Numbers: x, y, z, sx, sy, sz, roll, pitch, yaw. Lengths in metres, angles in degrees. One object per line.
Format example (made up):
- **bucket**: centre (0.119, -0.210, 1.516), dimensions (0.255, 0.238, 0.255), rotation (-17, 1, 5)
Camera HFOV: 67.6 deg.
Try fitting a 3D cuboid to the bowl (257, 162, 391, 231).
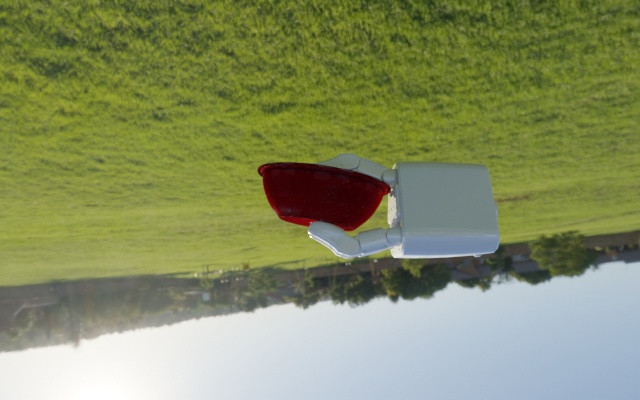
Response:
- **bowl**: centre (-0.001, 0.002, 0.569), dimensions (0.162, 0.055, 0.162), rotation (9, -9, 1)
